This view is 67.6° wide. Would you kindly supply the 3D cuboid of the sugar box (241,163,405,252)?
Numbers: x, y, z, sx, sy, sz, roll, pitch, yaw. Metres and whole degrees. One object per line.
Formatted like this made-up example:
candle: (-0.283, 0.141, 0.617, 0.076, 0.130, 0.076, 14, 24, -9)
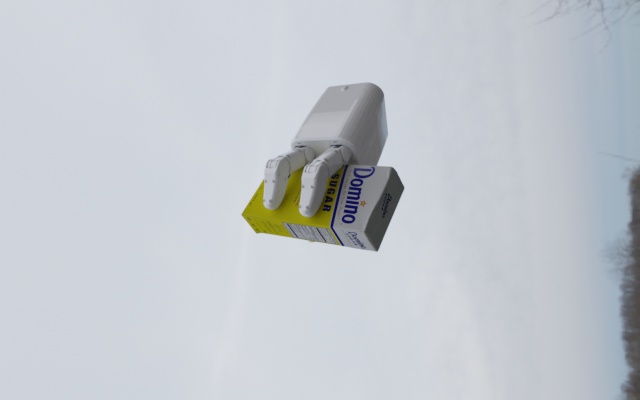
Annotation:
sugar box: (0.000, 0.001, 0.563, 0.176, 0.093, 0.048, 3, -37, 36)
